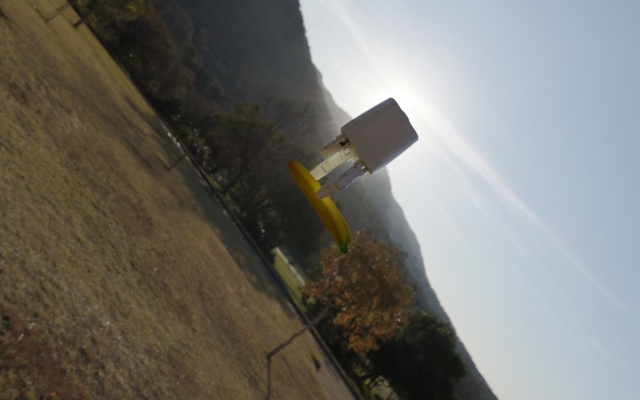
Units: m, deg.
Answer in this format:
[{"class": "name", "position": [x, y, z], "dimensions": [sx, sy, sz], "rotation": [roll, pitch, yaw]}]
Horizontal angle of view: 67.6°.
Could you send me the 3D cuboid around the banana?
[{"class": "banana", "position": [0.005, 0.010, 0.867], "dimensions": [0.037, 0.197, 0.070], "rotation": [-34, -16, 1]}]
